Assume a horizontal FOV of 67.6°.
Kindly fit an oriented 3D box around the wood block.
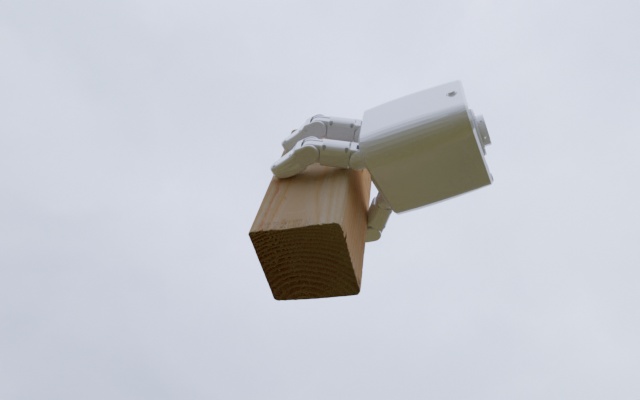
[{"bbox_3d":[0.001,0.002,0.525,0.090,0.091,0.206,-7,33,15],"label":"wood block"}]
